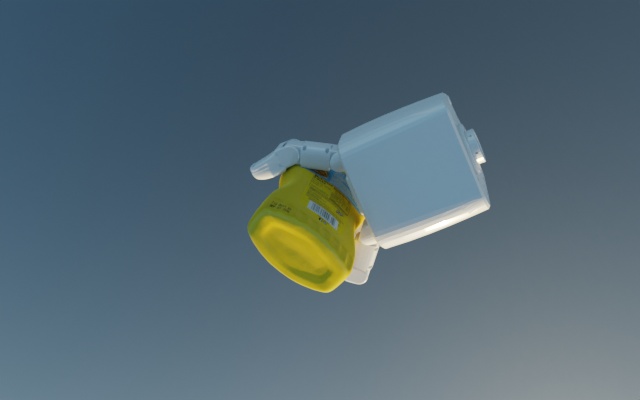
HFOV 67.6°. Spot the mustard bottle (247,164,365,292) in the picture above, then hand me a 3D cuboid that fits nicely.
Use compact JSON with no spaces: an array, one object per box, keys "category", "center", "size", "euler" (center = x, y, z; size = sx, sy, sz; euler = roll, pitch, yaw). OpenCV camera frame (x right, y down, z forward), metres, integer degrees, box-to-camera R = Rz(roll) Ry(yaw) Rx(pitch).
[{"category":"mustard bottle","center":[0.000,0.002,0.480],"size":[0.096,0.058,0.191],"euler":[37,29,-7]}]
